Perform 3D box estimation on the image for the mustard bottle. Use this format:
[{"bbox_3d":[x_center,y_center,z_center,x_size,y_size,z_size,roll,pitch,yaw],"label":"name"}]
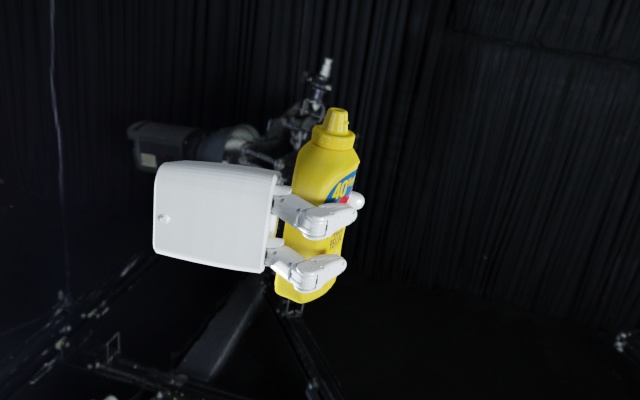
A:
[{"bbox_3d":[0.000,0.002,0.484,0.058,0.192,0.096,19,25,20],"label":"mustard bottle"}]
